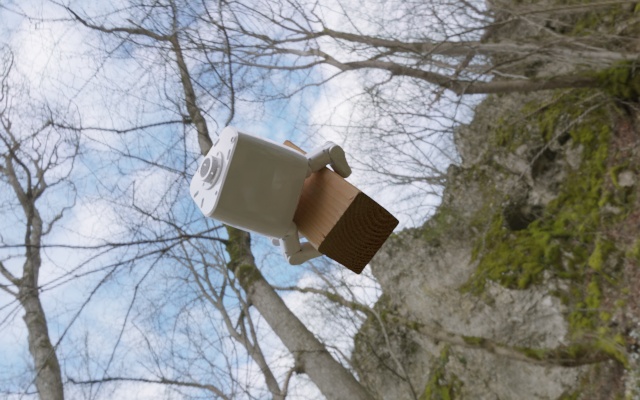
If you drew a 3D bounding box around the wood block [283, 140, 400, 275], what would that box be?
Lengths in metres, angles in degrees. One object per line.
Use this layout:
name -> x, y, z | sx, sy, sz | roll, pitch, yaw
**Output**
wood block -> 0.000, 0.002, 0.667 | 0.090, 0.091, 0.206 | 35, 3, -39
